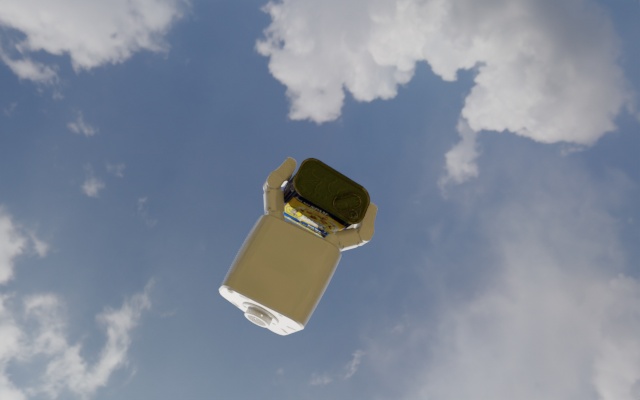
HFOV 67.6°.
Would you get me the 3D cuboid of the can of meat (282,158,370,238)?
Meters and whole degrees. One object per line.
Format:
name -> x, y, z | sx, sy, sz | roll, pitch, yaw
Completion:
can of meat -> 0.000, 0.002, 0.629 | 0.102, 0.057, 0.084 | 30, -30, -10
